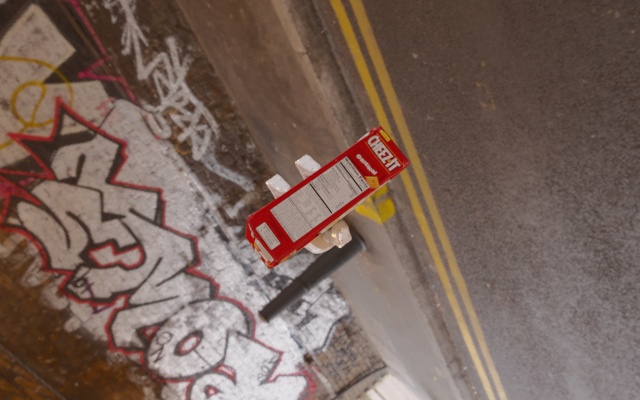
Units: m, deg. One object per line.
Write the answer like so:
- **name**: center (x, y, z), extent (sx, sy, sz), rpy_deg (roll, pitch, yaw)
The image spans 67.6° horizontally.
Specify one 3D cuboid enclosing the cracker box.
- **cracker box**: center (0.000, 0.002, 0.657), extent (0.213, 0.072, 0.164), rpy_deg (-36, -4, -14)
